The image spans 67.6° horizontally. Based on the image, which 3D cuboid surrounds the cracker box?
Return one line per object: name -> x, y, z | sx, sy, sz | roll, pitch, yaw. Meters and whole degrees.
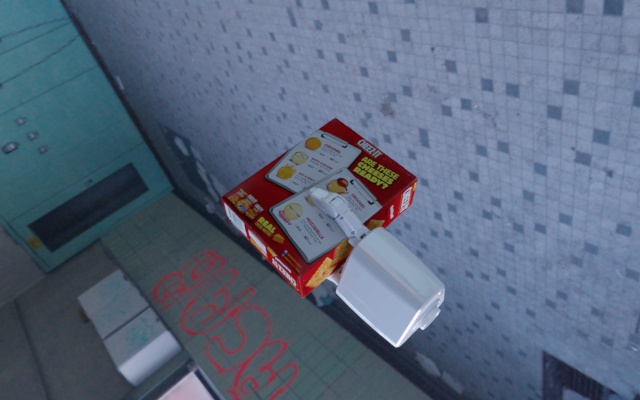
cracker box -> 0.000, 0.002, 0.659 | 0.213, 0.164, 0.072 | -38, -28, -22
